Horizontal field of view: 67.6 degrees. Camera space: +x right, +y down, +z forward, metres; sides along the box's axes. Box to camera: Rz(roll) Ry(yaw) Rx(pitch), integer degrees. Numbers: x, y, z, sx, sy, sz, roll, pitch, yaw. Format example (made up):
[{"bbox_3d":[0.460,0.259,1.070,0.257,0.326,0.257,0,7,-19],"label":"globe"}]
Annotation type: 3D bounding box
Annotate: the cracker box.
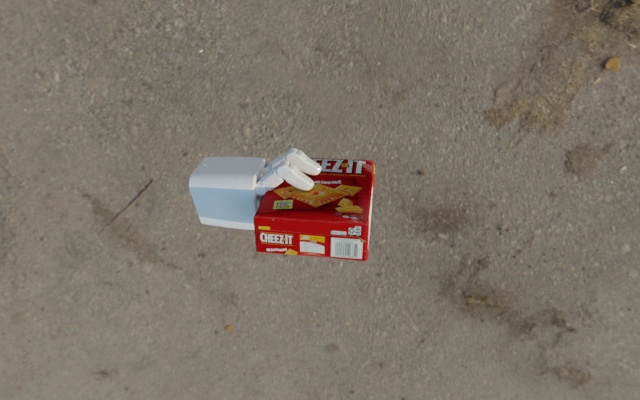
[{"bbox_3d":[0.000,0.003,0.758,0.164,0.072,0.213,4,30,7],"label":"cracker box"}]
